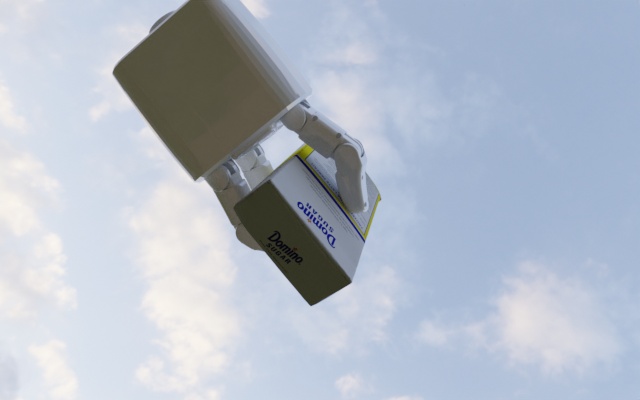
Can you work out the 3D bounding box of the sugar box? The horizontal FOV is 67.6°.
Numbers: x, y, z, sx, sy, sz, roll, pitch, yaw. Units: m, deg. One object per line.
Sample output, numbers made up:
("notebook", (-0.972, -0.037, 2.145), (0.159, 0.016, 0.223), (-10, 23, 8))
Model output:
("sugar box", (0.000, 0.001, 0.402), (0.048, 0.093, 0.176), (-35, 8, 26))
